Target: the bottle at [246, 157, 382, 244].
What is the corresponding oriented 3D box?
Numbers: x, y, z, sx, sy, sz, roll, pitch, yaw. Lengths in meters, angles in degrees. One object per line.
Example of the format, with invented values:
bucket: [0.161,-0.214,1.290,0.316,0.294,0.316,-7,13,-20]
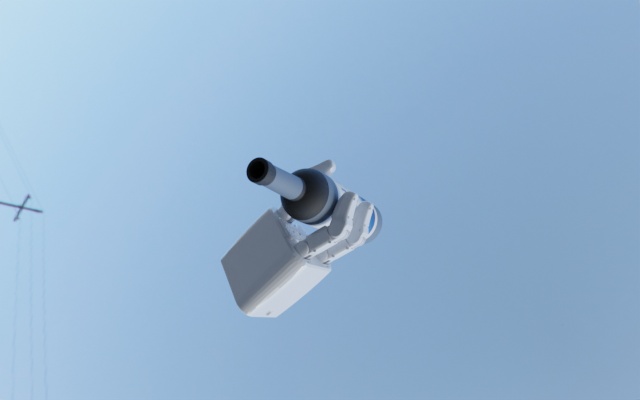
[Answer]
bottle: [0.000,0.002,0.613,0.069,0.069,0.296,0,-13,27]
